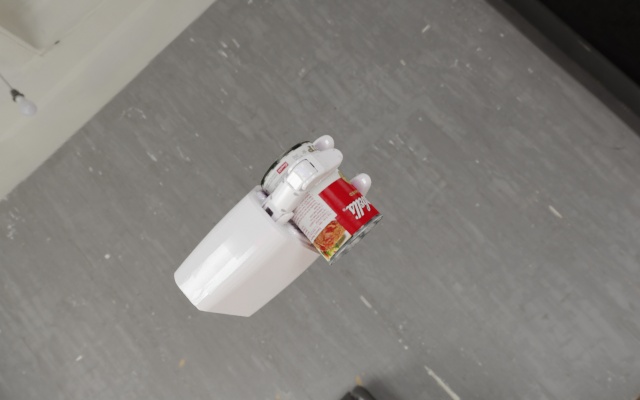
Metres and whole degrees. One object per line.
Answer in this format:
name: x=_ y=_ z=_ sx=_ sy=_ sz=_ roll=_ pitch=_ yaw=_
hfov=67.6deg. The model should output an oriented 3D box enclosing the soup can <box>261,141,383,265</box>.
soup can: x=0.000 y=0.001 z=0.457 sx=0.068 sy=0.102 sz=0.068 roll=-41 pitch=-11 yaw=-9
